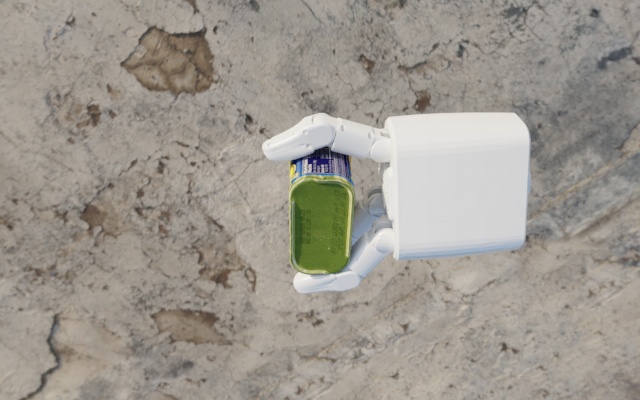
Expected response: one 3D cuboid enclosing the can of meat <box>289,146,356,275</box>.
[{"bbox_3d":[0.000,0.001,0.413,0.057,0.102,0.084,0,33,-1],"label":"can of meat"}]
